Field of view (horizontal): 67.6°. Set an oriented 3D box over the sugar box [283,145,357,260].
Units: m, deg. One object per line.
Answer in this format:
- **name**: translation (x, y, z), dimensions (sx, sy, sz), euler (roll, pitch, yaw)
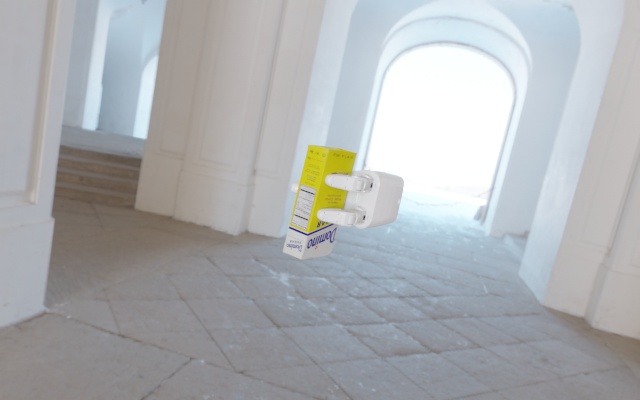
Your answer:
- **sugar box**: translation (0.001, 0.003, 0.759), dimensions (0.048, 0.176, 0.093), euler (17, 10, 31)
